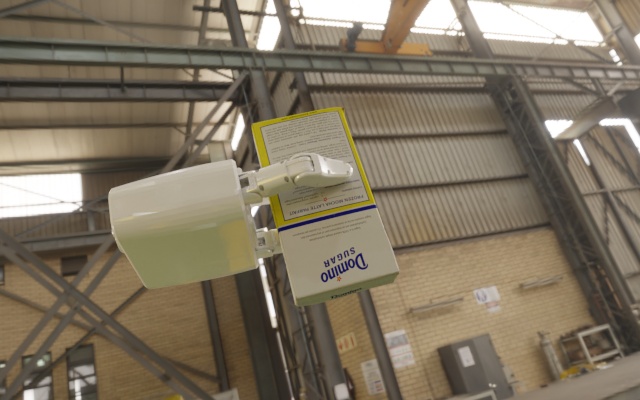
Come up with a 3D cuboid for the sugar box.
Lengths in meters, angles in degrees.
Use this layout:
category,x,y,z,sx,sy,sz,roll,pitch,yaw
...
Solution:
category,x,y,z,sx,sy,sz,roll,pitch,yaw
sugar box,0.000,0.002,0.444,0.093,0.176,0.048,-13,-21,-7
